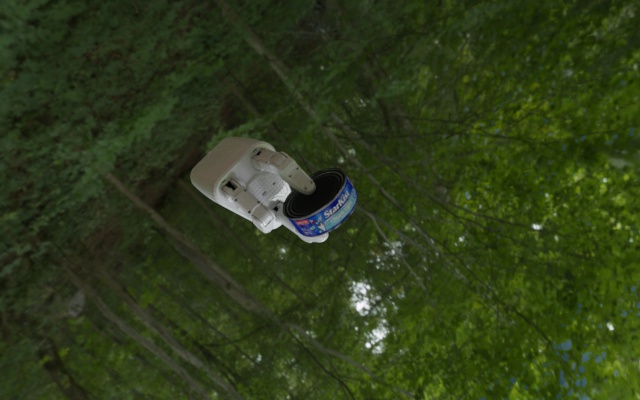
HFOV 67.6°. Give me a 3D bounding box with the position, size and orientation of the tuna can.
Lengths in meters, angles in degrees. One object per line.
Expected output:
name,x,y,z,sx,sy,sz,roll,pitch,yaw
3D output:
tuna can,0.000,0.002,0.558,0.086,0.034,0.086,-27,29,17
